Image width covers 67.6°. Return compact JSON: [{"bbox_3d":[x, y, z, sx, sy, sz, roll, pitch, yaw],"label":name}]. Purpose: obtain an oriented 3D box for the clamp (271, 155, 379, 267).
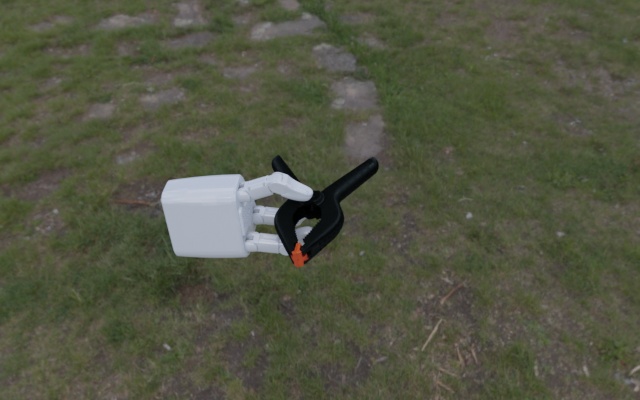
[{"bbox_3d":[0.000,0.002,0.663,0.164,0.036,0.209,-3,42,8],"label":"clamp"}]
